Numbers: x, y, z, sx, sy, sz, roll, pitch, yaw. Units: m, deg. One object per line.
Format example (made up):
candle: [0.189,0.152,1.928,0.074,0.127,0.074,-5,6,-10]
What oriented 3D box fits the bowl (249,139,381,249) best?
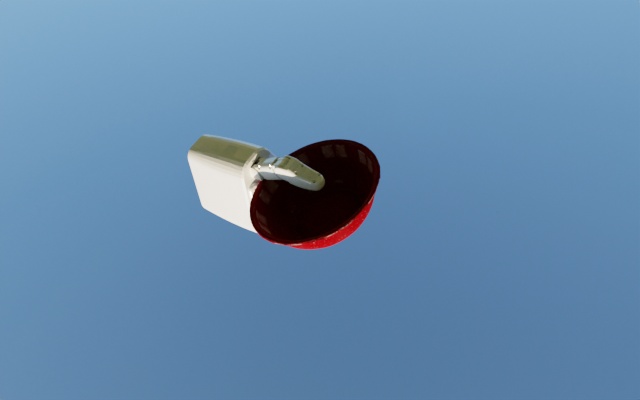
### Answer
bowl: [0.001,0.003,0.560,0.162,0.162,0.055,0,-41,30]
